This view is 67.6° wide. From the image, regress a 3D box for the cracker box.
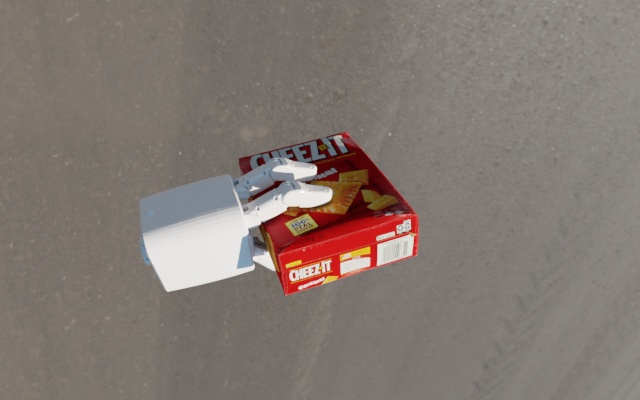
[{"bbox_3d":[0.000,0.002,0.597,0.164,0.072,0.213,-15,38,-13],"label":"cracker box"}]
